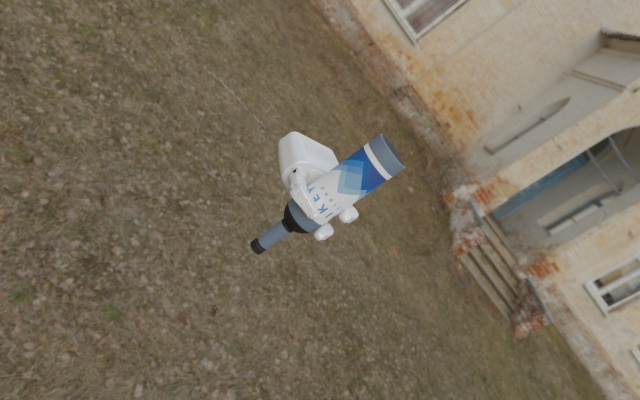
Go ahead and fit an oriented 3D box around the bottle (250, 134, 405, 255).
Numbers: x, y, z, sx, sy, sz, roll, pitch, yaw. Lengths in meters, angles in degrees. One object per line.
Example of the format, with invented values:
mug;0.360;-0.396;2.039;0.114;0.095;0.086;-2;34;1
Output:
bottle;0.000;0.003;0.796;0.296;0.069;0.069;-35;-12;17
